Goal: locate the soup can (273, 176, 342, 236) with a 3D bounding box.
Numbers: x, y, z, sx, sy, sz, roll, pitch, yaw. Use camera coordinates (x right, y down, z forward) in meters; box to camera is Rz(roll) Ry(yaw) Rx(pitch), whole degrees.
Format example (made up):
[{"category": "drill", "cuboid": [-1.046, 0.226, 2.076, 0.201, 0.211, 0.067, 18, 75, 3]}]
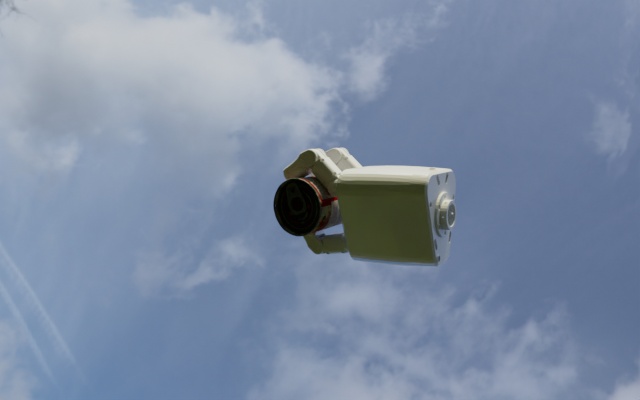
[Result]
[{"category": "soup can", "cuboid": [0.000, 0.002, 0.591, 0.068, 0.068, 0.102, 0, 7, 34]}]
